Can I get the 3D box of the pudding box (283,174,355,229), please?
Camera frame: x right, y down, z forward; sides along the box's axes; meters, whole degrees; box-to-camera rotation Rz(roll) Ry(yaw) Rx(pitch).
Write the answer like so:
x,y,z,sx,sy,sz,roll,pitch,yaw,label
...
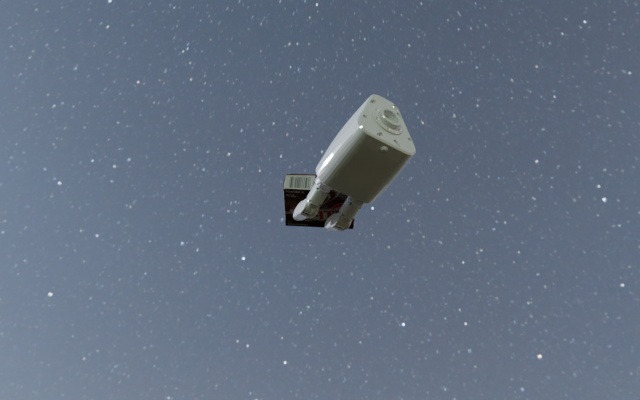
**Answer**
x,y,z,sx,sy,sz,roll,pitch,yaw,label
0.000,0.002,0.744,0.113,0.039,0.090,4,-42,2,pudding box
